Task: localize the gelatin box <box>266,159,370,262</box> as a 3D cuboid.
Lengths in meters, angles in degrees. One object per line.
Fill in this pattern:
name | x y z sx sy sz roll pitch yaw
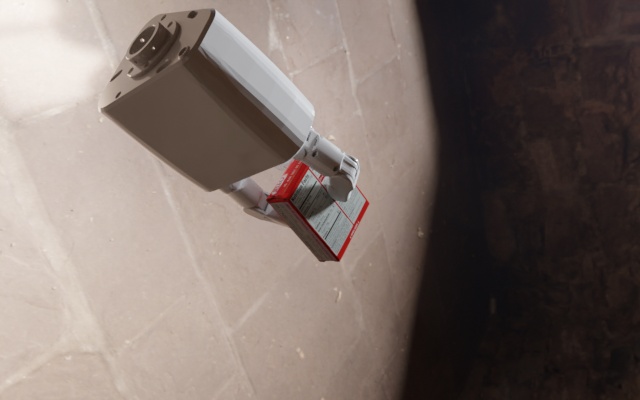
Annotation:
gelatin box | 0.001 0.002 0.438 0.030 0.073 0.089 -5 -46 43
